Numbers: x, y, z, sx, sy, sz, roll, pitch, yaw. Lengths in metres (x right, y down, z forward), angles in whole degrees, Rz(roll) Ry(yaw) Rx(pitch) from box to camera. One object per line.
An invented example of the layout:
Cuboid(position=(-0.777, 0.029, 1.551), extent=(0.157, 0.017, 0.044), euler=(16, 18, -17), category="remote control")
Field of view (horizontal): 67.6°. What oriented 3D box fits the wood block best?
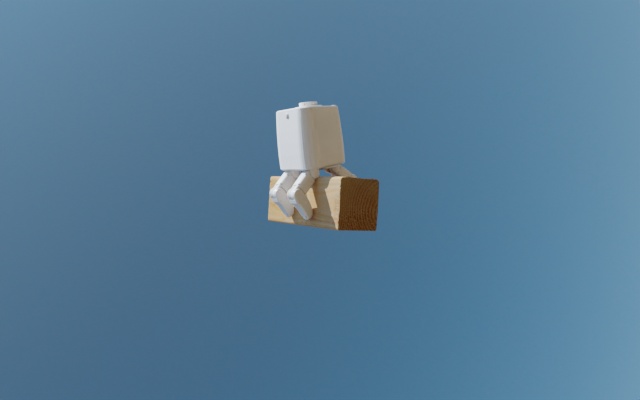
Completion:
Cuboid(position=(0.000, 0.002, 0.869), extent=(0.091, 0.090, 0.206), euler=(2, 1, -39), category="wood block")
